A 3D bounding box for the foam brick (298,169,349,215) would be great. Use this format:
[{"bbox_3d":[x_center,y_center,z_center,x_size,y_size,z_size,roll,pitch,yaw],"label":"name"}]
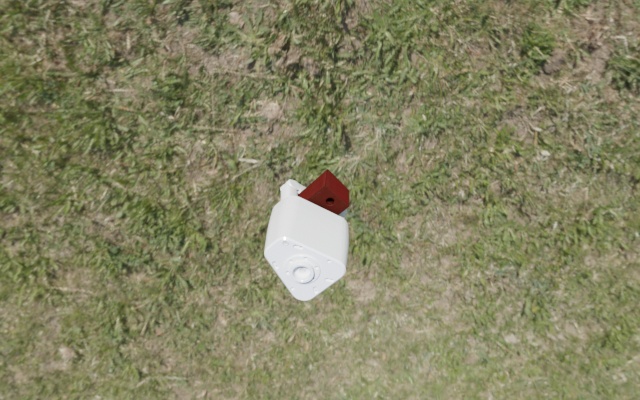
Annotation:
[{"bbox_3d":[0.000,0.002,0.736,0.078,0.053,0.051,-40,21,23],"label":"foam brick"}]
